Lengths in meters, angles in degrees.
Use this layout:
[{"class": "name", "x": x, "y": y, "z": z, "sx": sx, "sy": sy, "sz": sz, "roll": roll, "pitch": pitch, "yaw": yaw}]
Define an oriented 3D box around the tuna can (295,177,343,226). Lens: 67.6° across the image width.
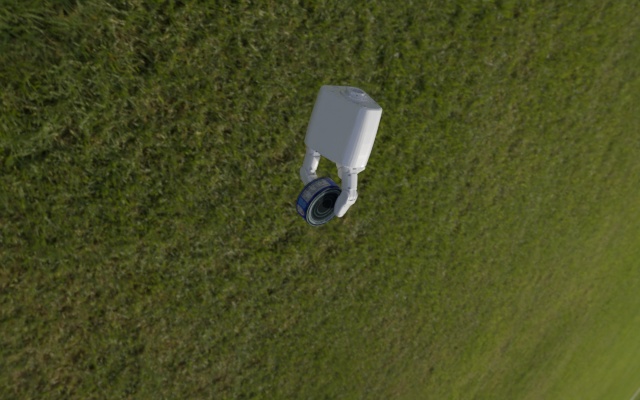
[{"class": "tuna can", "x": 0.000, "y": 0.003, "z": 0.846, "sx": 0.086, "sy": 0.086, "sz": 0.033, "roll": 0, "pitch": 34, "yaw": -44}]
